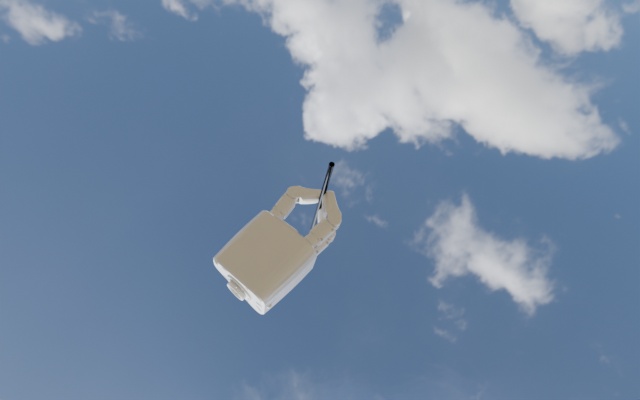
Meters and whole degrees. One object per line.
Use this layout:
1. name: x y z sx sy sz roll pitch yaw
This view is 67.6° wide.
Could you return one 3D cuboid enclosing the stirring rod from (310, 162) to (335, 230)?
1. stirring rod: 0.000 0.002 0.748 0.011 0.011 0.240 0 -25 -8
